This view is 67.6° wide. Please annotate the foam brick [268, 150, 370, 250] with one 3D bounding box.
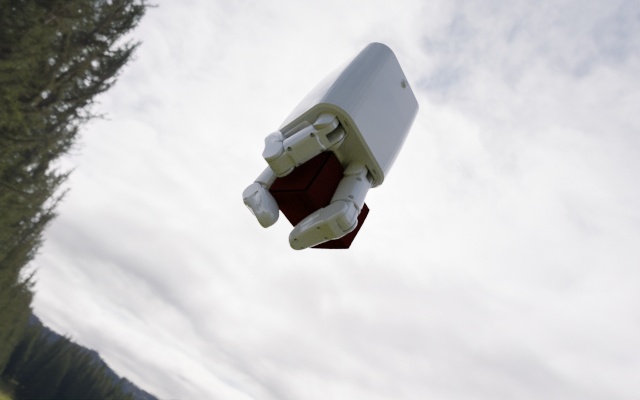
[{"bbox_3d":[0.000,0.002,0.440,0.053,0.051,0.078,-2,-46,42],"label":"foam brick"}]
